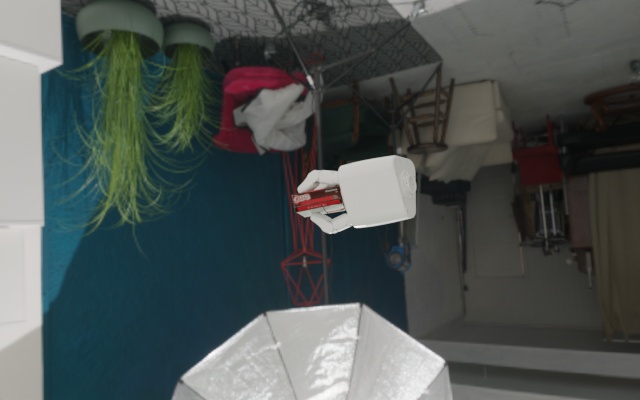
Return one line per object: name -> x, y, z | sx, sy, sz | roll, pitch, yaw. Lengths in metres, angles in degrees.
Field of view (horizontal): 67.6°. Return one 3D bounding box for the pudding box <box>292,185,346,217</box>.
pudding box -> 0.000, 0.003, 0.899 | 0.090, 0.039, 0.113 | -10, -9, 5
